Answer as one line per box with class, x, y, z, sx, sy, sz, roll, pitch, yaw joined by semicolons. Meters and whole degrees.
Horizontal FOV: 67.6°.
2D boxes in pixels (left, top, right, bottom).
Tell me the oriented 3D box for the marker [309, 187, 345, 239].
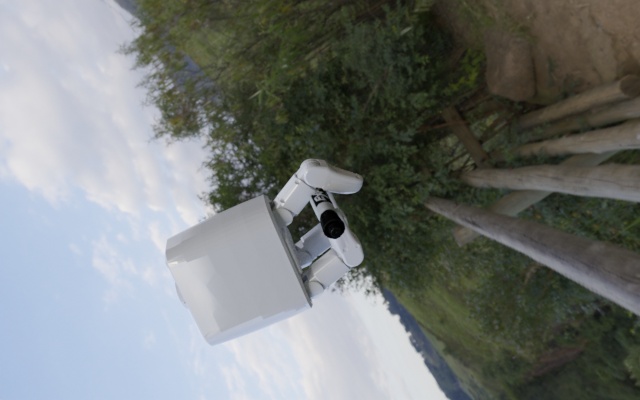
marker;0.000;0.001;0.438;0.020;0.020;0.121;0;24;-13
